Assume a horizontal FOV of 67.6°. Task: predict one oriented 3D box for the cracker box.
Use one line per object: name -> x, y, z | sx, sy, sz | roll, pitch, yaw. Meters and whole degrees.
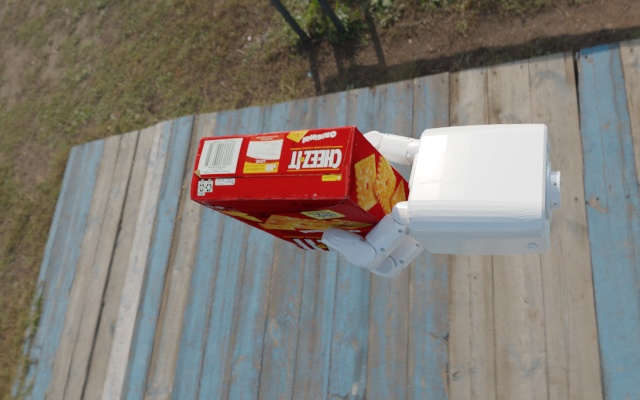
cracker box -> 0.000, 0.001, 0.492 | 0.164, 0.072, 0.214 | 0, -17, 28
